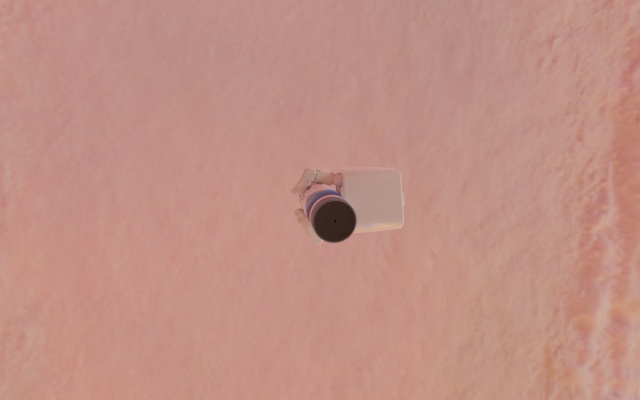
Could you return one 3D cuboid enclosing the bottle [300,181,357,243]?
[{"bbox_3d":[0.000,0.003,0.840,0.069,0.069,0.295,0,11,-8],"label":"bottle"}]
